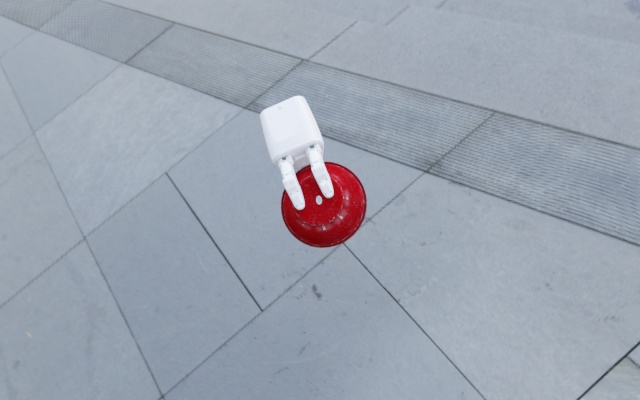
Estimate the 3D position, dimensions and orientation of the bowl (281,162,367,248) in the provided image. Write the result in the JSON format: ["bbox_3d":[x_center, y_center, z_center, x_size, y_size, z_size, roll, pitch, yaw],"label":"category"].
[{"bbox_3d":[0.001,0.004,0.855,0.162,0.162,0.055,0,-9,11],"label":"bowl"}]
